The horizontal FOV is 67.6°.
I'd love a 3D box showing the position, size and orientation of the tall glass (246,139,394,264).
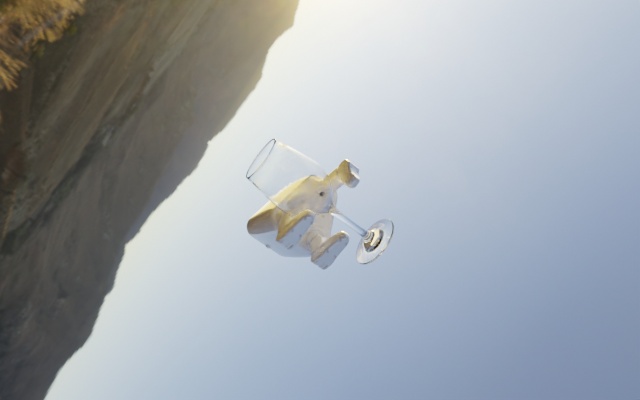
[{"bbox_3d":[0.001,0.002,0.634,0.201,0.079,0.079,36,-14,-20],"label":"tall glass"}]
